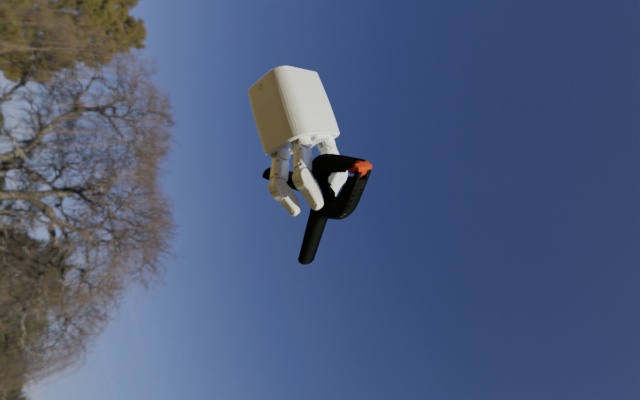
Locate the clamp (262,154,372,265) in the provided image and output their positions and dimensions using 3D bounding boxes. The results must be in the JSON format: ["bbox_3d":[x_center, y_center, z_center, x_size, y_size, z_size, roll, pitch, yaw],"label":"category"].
[{"bbox_3d":[0.001,0.002,0.692,0.036,0.164,0.210,-18,-3,-42],"label":"clamp"}]
